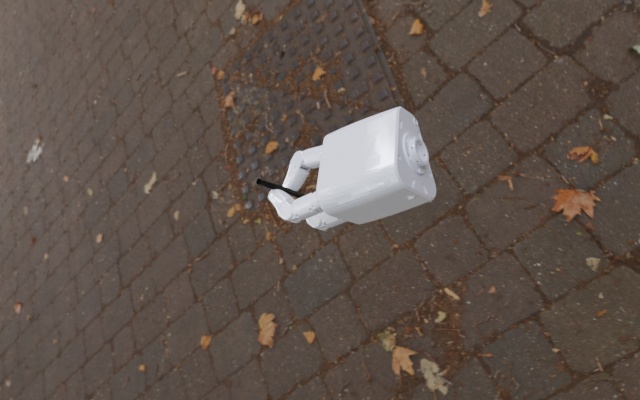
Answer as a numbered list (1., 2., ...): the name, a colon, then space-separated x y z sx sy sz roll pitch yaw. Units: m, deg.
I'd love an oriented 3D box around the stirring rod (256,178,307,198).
1. stirring rod: 0.000 0.002 0.677 0.011 0.011 0.239 0 -12 41
